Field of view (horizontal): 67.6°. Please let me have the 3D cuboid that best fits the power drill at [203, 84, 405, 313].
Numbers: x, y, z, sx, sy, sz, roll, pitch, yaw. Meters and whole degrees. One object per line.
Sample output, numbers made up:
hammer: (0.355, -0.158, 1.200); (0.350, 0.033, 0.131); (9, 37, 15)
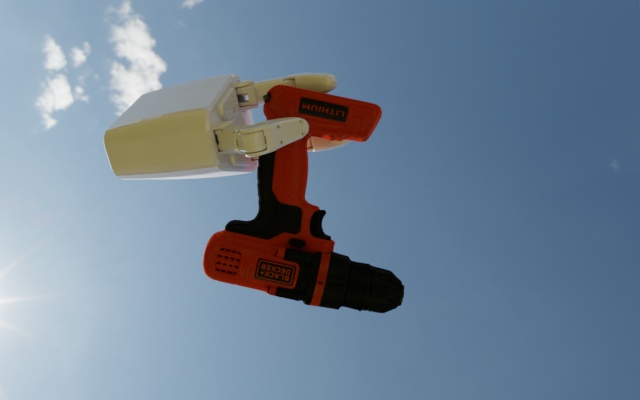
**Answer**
power drill: (0.000, 0.001, 0.432); (0.184, 0.187, 0.057); (12, -1, -3)
